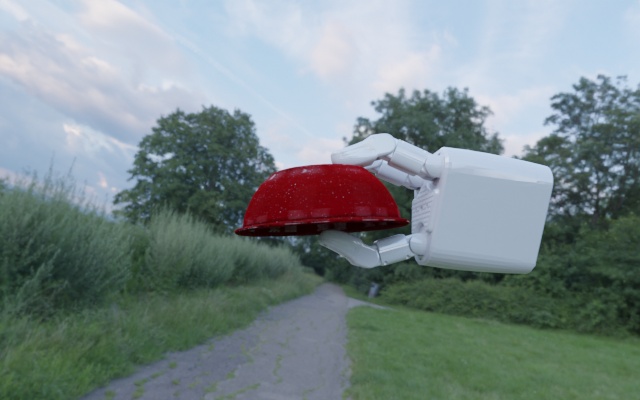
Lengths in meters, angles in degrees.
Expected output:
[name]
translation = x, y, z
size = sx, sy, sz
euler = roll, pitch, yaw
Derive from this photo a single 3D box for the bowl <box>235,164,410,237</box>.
[bowl]
translation = -0.001, 0.001, 0.448
size = 0.162, 0.055, 0.162
euler = -4, -7, 0
